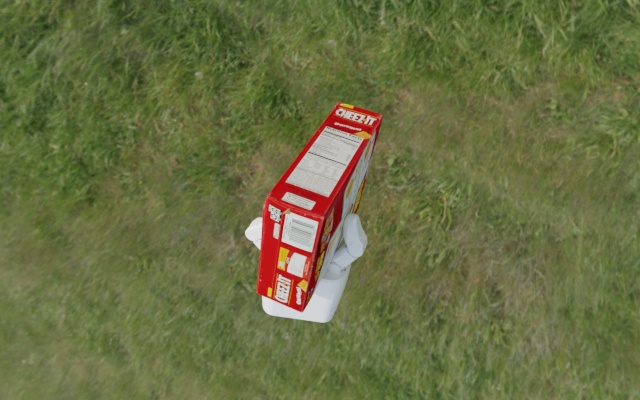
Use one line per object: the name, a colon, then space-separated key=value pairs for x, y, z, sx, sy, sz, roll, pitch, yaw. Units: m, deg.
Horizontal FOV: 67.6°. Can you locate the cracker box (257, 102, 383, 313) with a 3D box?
cracker box: x=0.000 y=0.002 z=0.588 sx=0.072 sy=0.164 sz=0.213 roll=21 pitch=43 yaw=10
